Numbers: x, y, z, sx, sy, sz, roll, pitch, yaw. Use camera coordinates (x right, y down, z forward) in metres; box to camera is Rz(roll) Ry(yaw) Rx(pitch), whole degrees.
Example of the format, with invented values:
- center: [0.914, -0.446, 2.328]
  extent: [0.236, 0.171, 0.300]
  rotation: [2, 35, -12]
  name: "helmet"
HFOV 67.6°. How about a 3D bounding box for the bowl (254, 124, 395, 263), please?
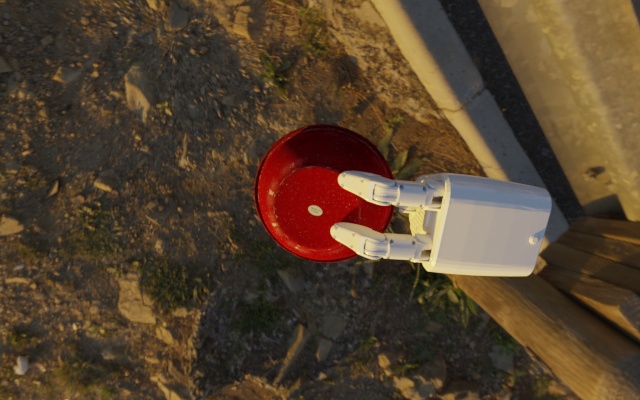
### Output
- center: [-0.001, 0.002, 0.514]
  extent: [0.162, 0.162, 0.055]
  rotation: [0, 16, 9]
  name: "bowl"
